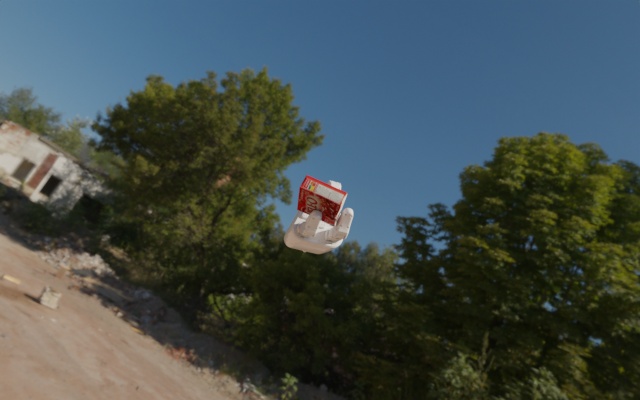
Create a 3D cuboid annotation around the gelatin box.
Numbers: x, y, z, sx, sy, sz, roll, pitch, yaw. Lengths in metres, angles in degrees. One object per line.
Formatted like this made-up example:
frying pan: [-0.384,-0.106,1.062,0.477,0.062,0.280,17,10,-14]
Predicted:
gelatin box: [0.000,0.002,0.795,0.073,0.030,0.089,25,-26,5]
